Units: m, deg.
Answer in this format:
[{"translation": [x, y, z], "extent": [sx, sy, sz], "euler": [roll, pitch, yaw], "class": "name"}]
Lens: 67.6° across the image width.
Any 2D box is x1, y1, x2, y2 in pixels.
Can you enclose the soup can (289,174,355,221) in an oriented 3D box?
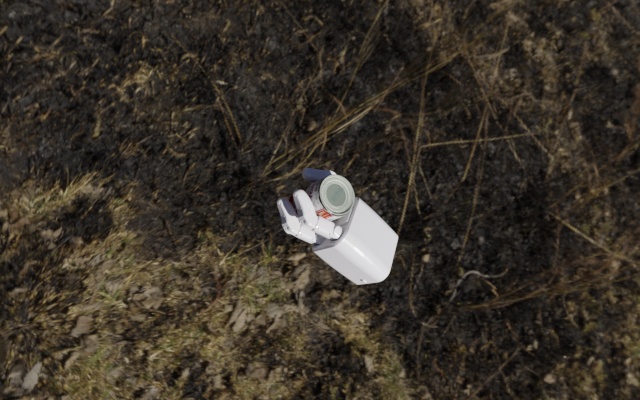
[{"translation": [0.000, 0.002, 0.772], "extent": [0.068, 0.068, 0.102], "euler": [0, -13, -32], "class": "soup can"}]
